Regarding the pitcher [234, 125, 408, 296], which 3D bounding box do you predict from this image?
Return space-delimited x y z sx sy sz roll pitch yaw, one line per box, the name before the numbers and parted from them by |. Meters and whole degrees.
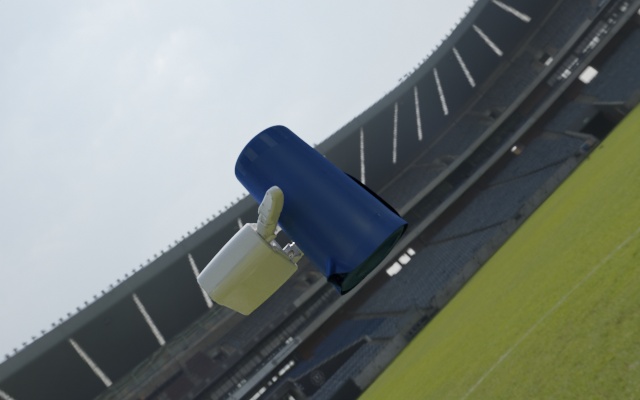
pitcher | 0.000 0.002 0.682 0.242 0.145 0.149 44 -3 16
